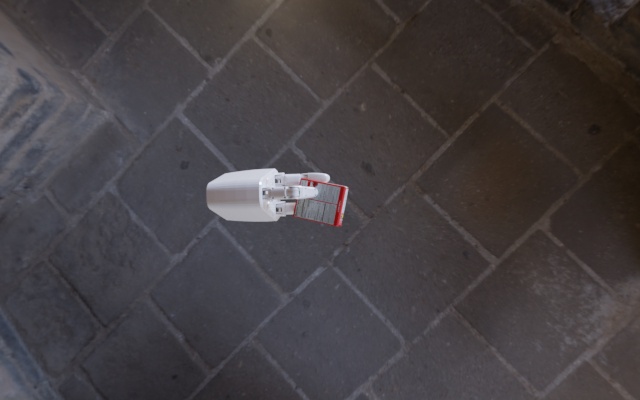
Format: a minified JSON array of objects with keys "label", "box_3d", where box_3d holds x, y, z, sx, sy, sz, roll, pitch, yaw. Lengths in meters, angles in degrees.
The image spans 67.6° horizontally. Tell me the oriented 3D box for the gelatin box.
[{"label":"gelatin box","box_3d":[0.000,0.003,0.865,0.089,0.073,0.030,12,2,18]}]
